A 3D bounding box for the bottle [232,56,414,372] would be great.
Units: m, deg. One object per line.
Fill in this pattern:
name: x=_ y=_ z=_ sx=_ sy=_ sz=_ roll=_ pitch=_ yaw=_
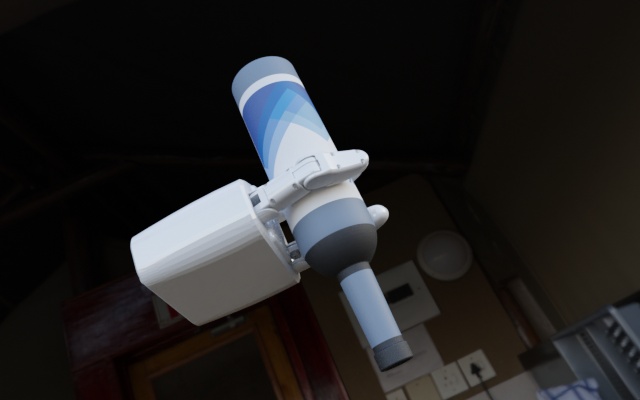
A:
bottle: x=0.000 y=0.001 z=0.416 sx=0.069 sy=0.295 sz=0.069 roll=-20 pitch=-26 yaw=-10
